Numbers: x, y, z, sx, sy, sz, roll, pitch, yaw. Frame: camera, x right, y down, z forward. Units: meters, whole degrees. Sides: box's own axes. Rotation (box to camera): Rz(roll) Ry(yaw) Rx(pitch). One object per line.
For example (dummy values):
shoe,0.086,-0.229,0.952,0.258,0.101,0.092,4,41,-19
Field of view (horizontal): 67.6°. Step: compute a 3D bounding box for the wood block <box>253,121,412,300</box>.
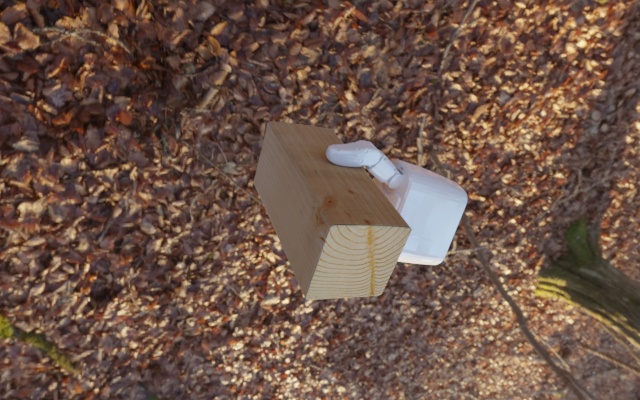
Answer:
wood block,0.001,0.002,0.526,0.090,0.091,0.206,3,33,-27
